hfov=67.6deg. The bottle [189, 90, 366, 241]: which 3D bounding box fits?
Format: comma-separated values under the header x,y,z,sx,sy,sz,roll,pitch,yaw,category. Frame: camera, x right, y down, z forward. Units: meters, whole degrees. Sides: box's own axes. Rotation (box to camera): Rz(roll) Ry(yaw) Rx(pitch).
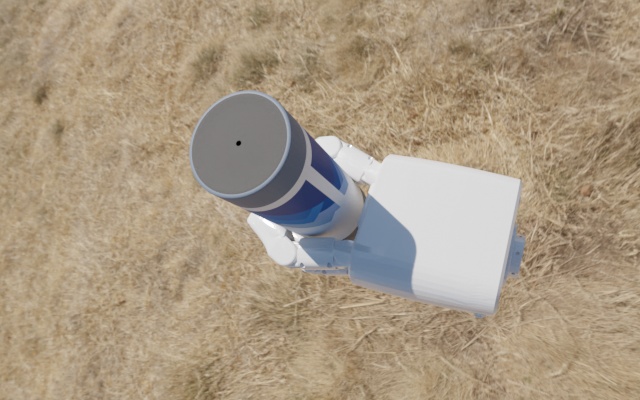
x,y,z,sx,sy,sz,roll,pitch,yaw,category
0.000,0.001,0.410,0.069,0.069,0.296,0,-14,19,bottle
